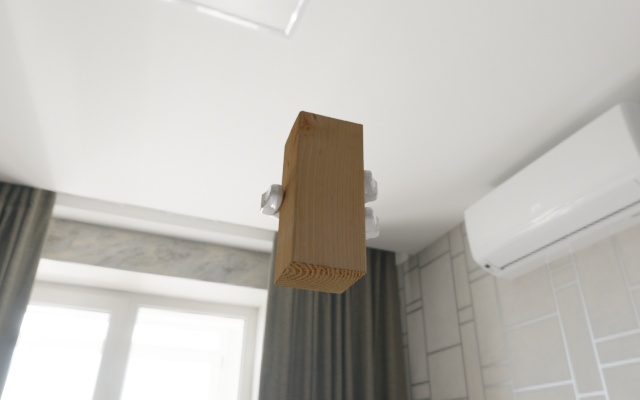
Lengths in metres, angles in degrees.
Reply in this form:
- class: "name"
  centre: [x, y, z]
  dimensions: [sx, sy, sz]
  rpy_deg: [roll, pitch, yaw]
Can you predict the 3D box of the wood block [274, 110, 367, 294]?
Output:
- class: "wood block"
  centre: [0.000, 0.002, 0.607]
  dimensions: [0.091, 0.206, 0.090]
  rpy_deg: [10, -29, -15]
